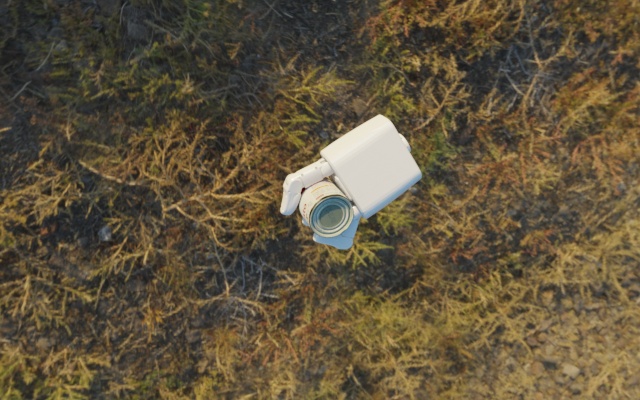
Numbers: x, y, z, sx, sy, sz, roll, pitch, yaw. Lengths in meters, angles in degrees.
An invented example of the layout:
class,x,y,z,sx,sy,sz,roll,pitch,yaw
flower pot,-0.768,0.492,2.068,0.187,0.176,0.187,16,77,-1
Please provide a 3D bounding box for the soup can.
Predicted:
class,x,y,z,sx,sy,sz,roll,pitch,yaw
soup can,0.000,0.003,0.697,0.068,0.068,0.102,0,25,-21
